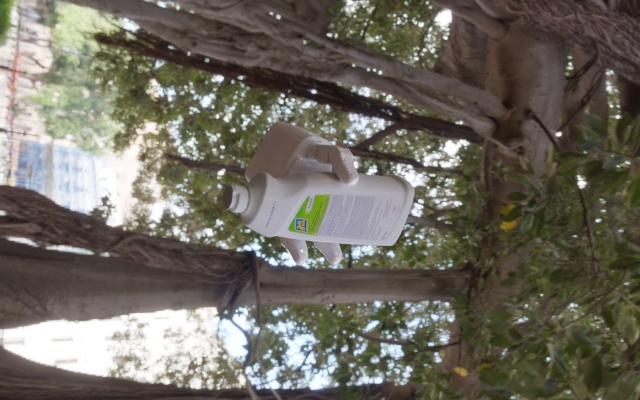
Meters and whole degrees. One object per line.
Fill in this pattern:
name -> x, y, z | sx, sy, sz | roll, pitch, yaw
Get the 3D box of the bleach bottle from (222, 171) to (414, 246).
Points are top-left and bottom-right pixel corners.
bleach bottle -> 0.000, 0.002, 0.606 | 0.251, 0.102, 0.068 | 8, 17, -34
